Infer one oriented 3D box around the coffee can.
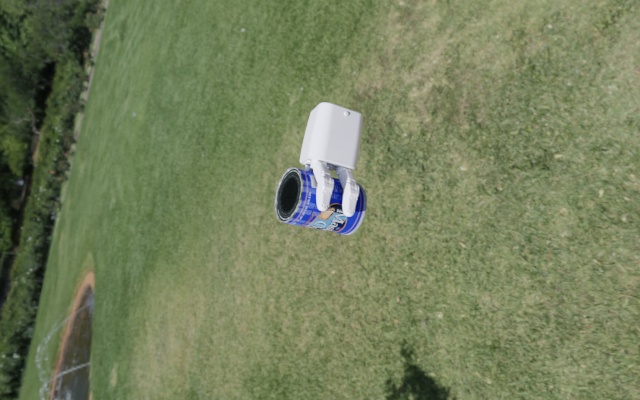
[{"bbox_3d":[0.000,0.003,0.890,0.140,0.103,0.103,13,-6,-30],"label":"coffee can"}]
